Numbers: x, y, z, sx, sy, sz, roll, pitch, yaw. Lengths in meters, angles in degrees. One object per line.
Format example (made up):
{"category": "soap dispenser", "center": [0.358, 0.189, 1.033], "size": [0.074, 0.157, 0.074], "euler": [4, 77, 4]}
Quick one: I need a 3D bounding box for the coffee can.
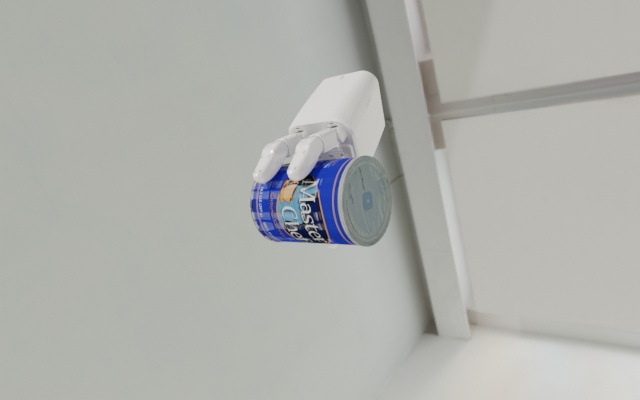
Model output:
{"category": "coffee can", "center": [0.000, 0.002, 0.579], "size": [0.140, 0.103, 0.103], "euler": [-1, -1, 38]}
